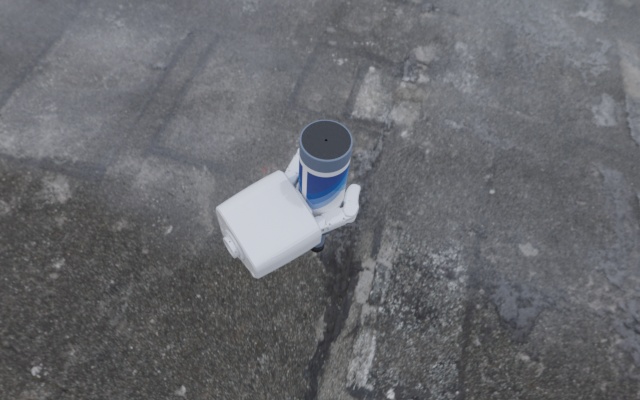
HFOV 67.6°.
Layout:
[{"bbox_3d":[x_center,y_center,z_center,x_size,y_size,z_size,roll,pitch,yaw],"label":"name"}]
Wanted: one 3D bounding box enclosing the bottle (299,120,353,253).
[{"bbox_3d":[0.000,0.002,0.714,0.069,0.069,0.296,0,-32,-3],"label":"bottle"}]
